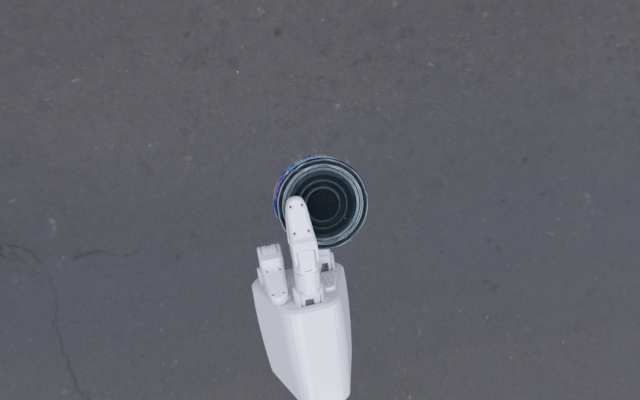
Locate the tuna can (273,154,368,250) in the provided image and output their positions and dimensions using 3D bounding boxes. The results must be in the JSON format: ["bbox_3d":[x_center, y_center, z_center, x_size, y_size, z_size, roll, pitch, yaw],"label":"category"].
[{"bbox_3d":[0.000,0.001,0.440,0.086,0.086,0.033,0,10,-9],"label":"tuna can"}]
